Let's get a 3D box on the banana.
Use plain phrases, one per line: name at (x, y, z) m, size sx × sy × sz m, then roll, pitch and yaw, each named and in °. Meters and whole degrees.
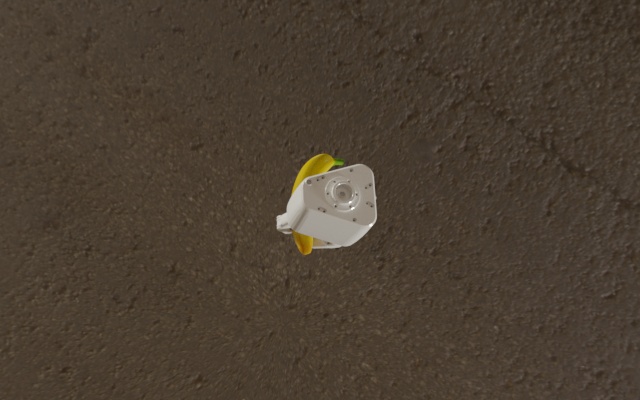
banana at (-0.015, -0.008, 0.800) m, size 0.069 × 0.197 × 0.037 m, roll 27°, pitch -27°, yaw -10°
